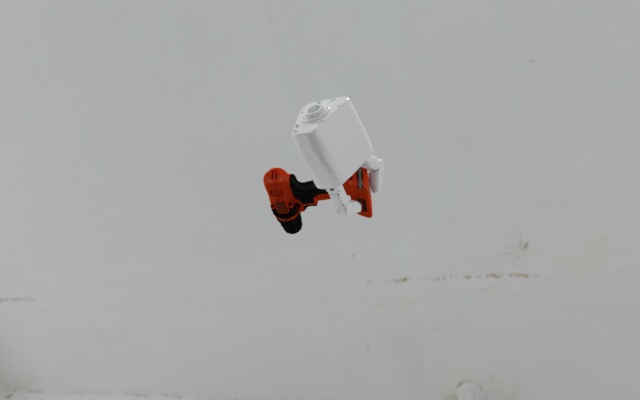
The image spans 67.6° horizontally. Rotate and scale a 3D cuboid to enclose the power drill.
[{"bbox_3d":[0.001,0.003,0.883,0.187,0.057,0.185,-6,-34,7],"label":"power drill"}]
